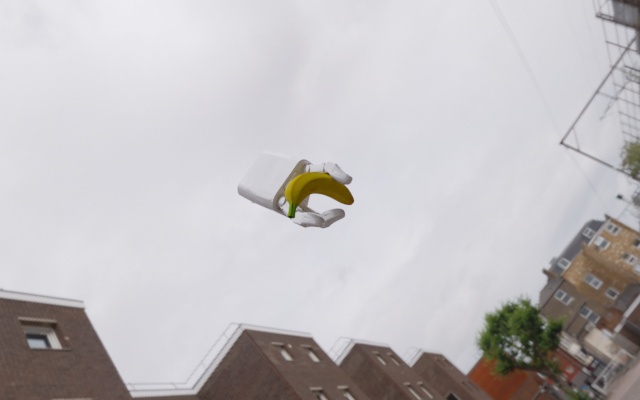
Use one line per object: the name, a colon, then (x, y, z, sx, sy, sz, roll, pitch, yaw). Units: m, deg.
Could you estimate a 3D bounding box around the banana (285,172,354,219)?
banana: (-0.003, -0.015, 0.823, 0.037, 0.069, 0.198, -1, 6, 36)
